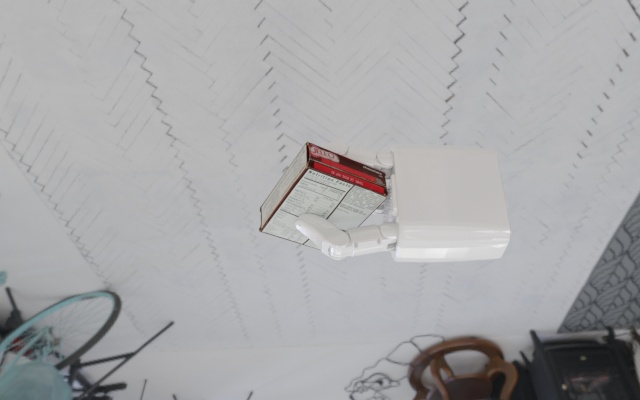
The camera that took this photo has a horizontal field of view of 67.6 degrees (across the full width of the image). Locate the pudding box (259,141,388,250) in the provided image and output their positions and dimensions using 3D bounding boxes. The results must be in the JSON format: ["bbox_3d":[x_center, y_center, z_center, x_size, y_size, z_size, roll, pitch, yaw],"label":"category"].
[{"bbox_3d":[0.000,0.002,0.483,0.090,0.039,0.113,20,-47,-22],"label":"pudding box"}]
